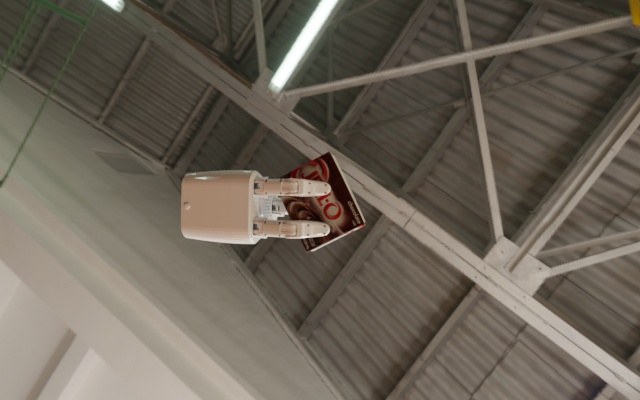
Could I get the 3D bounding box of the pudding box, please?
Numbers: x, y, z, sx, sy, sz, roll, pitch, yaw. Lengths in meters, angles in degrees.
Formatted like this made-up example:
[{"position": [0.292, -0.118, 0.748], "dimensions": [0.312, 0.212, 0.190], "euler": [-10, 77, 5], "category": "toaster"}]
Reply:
[{"position": [0.000, 0.002, 0.659], "dimensions": [0.090, 0.113, 0.039], "euler": [-27, -6, 11], "category": "pudding box"}]
